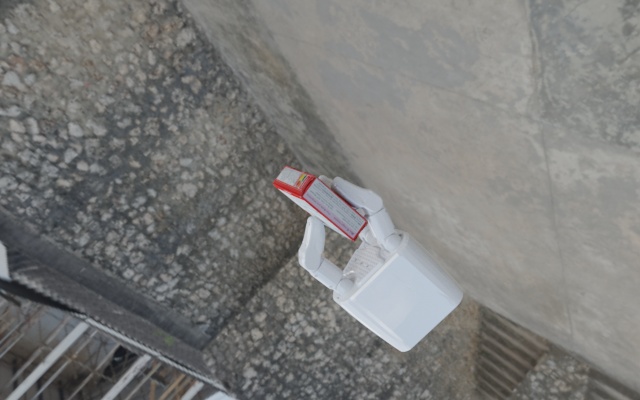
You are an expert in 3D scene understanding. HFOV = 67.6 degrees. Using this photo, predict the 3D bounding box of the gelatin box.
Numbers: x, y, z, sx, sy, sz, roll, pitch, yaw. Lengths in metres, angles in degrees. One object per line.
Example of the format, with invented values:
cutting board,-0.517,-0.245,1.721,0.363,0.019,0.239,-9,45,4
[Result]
gelatin box,0.000,0.002,0.522,0.089,0.030,0.073,39,-7,-30
